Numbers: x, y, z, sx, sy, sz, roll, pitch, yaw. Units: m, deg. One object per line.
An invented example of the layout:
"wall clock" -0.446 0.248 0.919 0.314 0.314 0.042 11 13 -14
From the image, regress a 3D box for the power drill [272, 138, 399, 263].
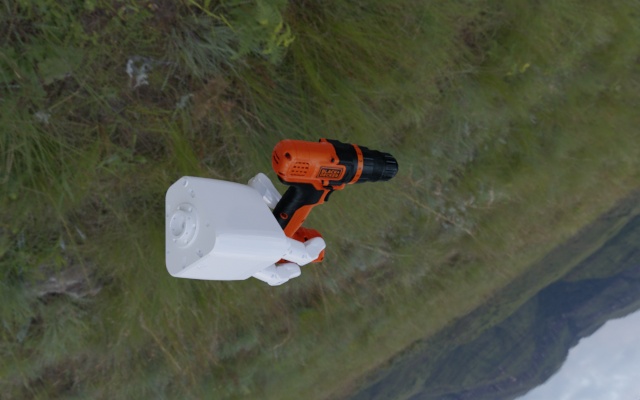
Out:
"power drill" 0.000 0.003 0.652 0.184 0.188 0.057 4 37 -30
